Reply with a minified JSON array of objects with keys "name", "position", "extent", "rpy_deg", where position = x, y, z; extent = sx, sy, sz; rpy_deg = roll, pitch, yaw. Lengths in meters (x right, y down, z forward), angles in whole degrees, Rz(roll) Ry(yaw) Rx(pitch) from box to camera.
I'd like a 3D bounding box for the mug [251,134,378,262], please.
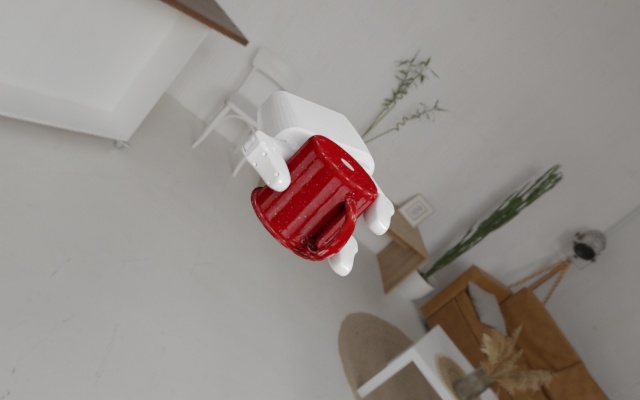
[{"name":"mug","position":[0.000,0.002,0.426],"extent":[0.093,0.081,0.117],"rpy_deg":[33,22,-32]}]
